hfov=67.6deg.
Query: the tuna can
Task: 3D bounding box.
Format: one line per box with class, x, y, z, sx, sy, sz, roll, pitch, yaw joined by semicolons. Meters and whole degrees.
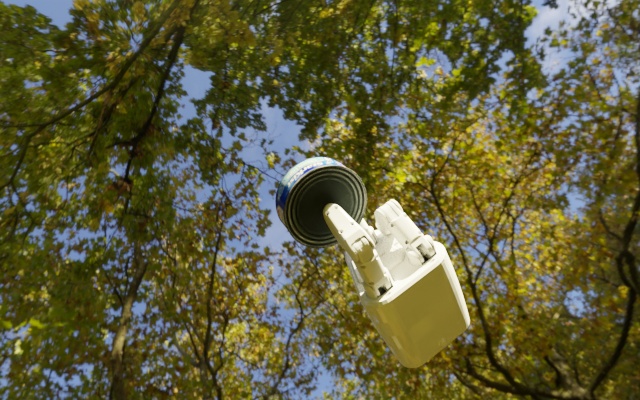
tuna can;0.000;0.001;0.468;0.086;0.086;0.033;0;21;-25
